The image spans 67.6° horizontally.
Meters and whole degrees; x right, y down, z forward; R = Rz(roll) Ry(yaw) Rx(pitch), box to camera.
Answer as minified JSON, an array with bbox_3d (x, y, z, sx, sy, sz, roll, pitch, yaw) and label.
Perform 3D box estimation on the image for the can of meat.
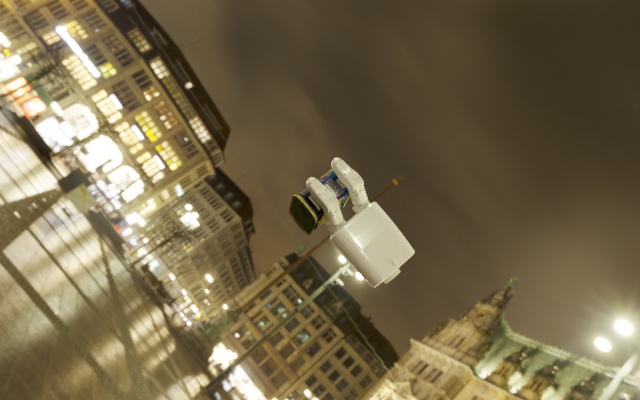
[{"bbox_3d":[0.000,0.002,0.794,0.084,0.057,0.102,-37,-11,-20],"label":"can of meat"}]
